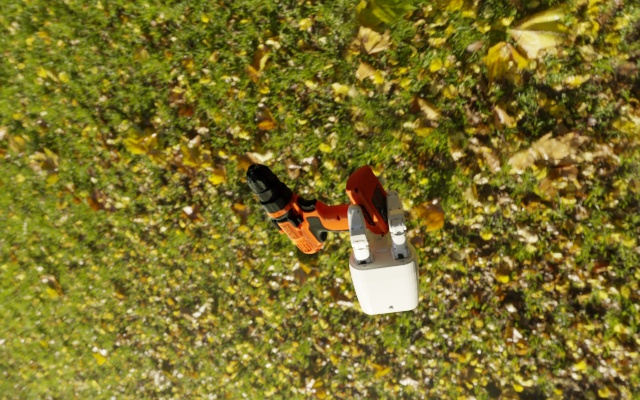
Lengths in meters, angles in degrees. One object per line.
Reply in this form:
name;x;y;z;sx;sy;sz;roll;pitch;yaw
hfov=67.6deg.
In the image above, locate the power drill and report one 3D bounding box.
power drill;0.001;0.002;0.709;0.187;0.057;0.184;-10;-47;36
